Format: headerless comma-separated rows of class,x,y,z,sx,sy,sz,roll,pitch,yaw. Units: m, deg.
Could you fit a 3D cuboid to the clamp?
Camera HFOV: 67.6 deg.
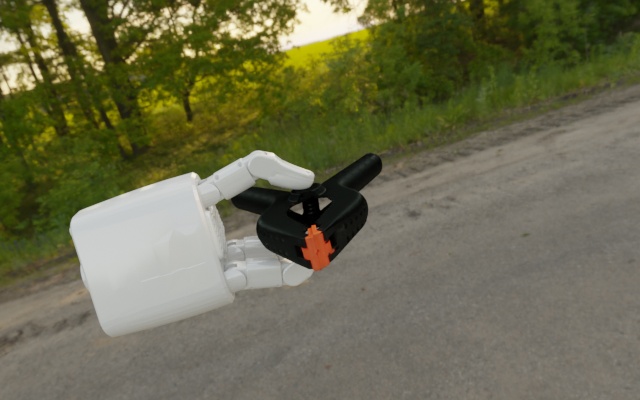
clamp,0.000,0.001,0.431,0.164,0.036,0.210,-17,18,-6
